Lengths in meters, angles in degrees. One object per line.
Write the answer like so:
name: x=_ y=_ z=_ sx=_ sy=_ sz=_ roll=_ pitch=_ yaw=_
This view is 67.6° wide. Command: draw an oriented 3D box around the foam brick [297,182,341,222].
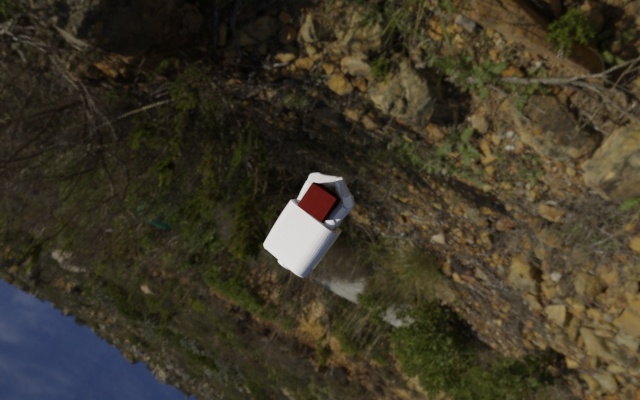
foam brick: x=0.000 y=0.003 z=0.852 sx=0.053 sy=0.051 sz=0.078 roll=36 pitch=6 yaw=8
